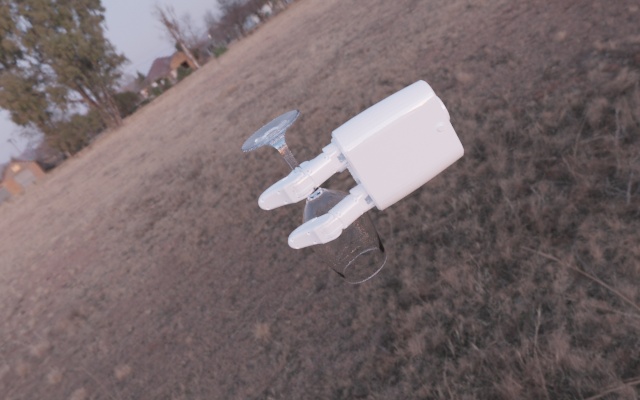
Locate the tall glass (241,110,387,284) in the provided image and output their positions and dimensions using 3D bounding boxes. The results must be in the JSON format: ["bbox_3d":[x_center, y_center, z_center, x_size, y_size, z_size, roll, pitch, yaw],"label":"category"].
[{"bbox_3d":[0.000,0.001,0.538,0.079,0.201,0.079,-29,22,13],"label":"tall glass"}]
